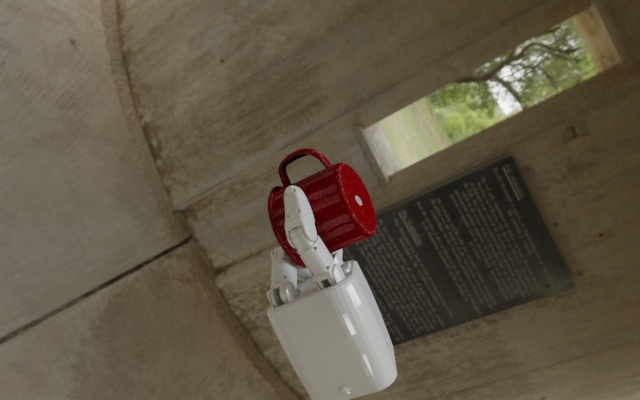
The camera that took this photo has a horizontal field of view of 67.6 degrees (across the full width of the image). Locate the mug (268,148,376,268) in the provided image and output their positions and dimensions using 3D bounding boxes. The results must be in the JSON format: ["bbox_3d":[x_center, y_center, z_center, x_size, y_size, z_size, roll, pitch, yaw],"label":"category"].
[{"bbox_3d":[0.000,0.000,0.493,0.081,0.117,0.093,-24,2,22],"label":"mug"}]
